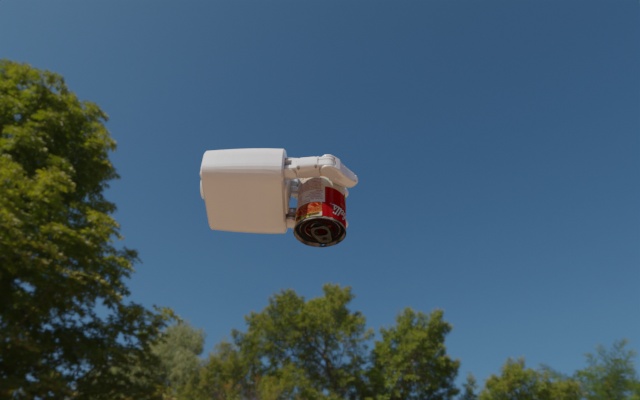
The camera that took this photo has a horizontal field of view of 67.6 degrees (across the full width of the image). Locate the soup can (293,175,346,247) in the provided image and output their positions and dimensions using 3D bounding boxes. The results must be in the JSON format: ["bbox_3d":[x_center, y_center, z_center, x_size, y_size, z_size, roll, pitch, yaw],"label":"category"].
[{"bbox_3d":[0.001,0.002,0.640,0.068,0.102,0.069,1,-38,1],"label":"soup can"}]
